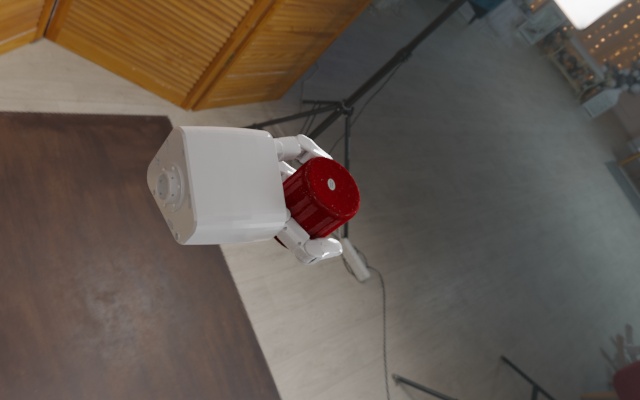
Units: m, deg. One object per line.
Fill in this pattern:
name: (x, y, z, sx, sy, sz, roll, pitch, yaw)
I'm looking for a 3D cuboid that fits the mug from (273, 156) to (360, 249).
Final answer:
mug: (0.001, 0.002, 0.562, 0.117, 0.093, 0.081, -4, -25, -44)
